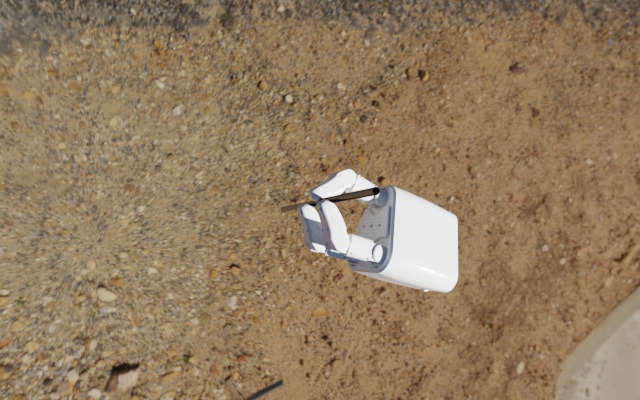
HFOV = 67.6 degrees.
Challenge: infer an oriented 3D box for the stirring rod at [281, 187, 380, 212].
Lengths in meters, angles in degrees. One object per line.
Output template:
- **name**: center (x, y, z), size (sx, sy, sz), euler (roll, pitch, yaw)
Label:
- **stirring rod**: center (0.000, 0.002, 0.550), size (0.011, 0.011, 0.239), euler (0, -5, -25)
